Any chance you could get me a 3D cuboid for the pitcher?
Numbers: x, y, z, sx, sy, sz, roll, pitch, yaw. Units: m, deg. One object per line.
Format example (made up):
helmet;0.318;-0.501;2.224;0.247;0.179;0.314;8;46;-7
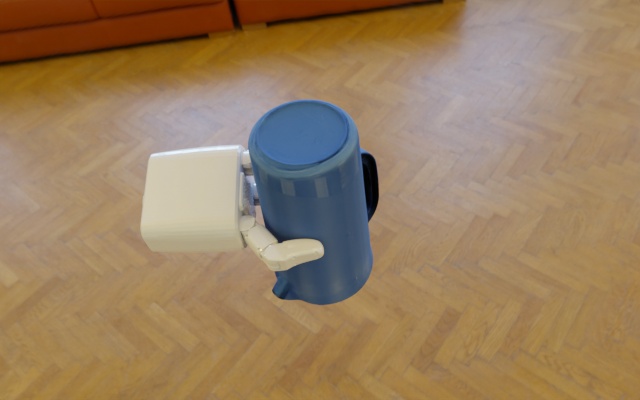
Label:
pitcher;0.000;0.002;0.552;0.145;0.149;0.243;-3;-38;4
